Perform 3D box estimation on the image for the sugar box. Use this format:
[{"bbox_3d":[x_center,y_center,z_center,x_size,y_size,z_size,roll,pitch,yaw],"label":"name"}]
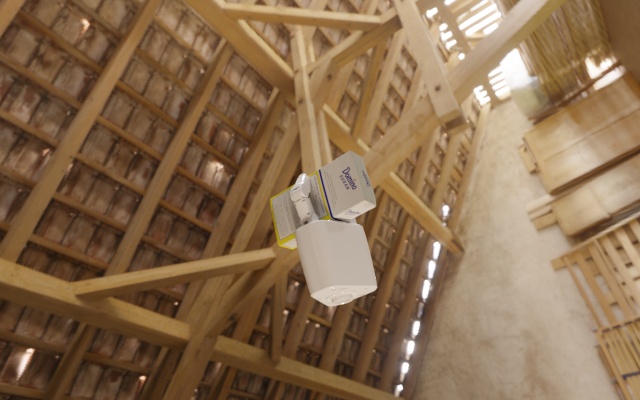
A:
[{"bbox_3d":[0.000,0.003,0.779,0.176,0.093,0.048,-27,-29,25],"label":"sugar box"}]
